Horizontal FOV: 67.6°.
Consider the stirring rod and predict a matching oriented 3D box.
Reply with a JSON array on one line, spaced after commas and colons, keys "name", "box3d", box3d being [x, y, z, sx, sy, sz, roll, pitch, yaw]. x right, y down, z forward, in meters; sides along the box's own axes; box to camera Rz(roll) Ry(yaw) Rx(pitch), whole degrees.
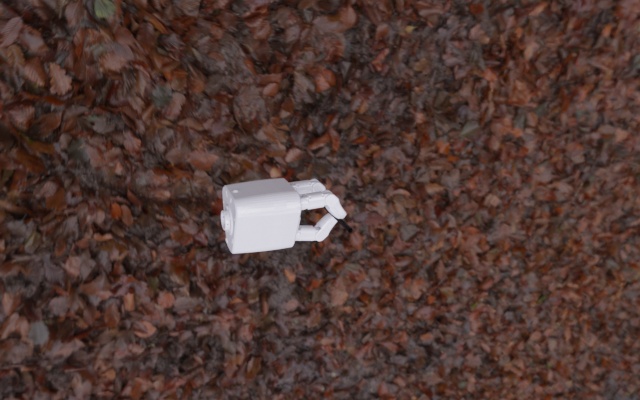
[{"name": "stirring rod", "box3d": [0.000, 0.003, 0.877, 0.011, 0.011, 0.239, 0, 22, -26]}]
